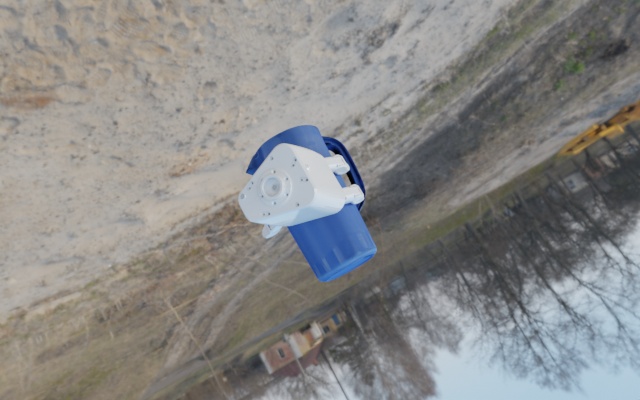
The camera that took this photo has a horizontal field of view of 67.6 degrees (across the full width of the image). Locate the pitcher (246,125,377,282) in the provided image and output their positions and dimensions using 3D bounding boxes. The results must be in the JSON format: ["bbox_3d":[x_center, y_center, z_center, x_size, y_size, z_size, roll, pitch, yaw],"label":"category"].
[{"bbox_3d":[0.000,0.003,0.800,0.149,0.242,0.145,-32,-14,14],"label":"pitcher"}]
